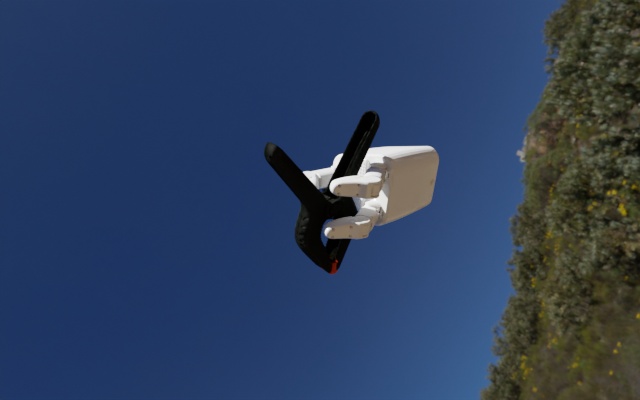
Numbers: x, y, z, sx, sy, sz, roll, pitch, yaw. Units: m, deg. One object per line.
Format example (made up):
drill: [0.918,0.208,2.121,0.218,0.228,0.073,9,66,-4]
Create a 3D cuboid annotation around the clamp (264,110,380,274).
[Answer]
clamp: [0.000,0.002,0.581,0.164,0.210,0.036,-15,31,-37]
